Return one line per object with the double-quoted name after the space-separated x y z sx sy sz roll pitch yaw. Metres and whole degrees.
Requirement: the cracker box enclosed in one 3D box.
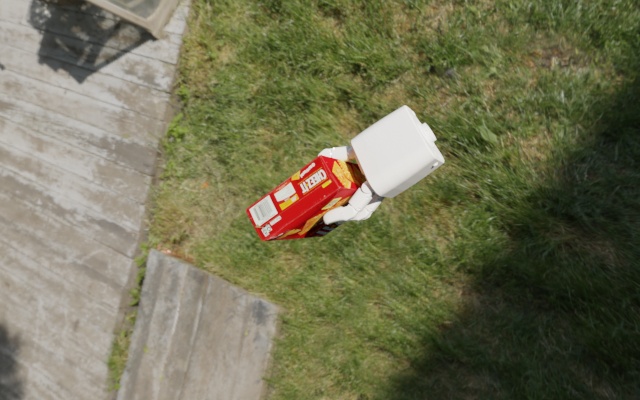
0.000 0.003 0.832 0.164 0.072 0.214 -35 -17 21 "cracker box"
